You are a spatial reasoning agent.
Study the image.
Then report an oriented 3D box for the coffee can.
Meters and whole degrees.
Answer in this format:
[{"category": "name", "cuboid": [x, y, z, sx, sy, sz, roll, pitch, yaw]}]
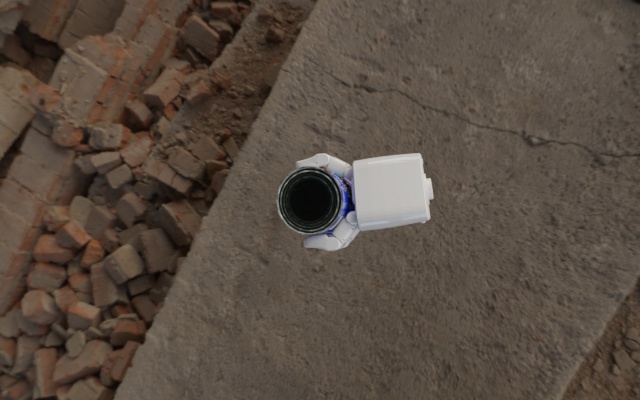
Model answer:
[{"category": "coffee can", "cuboid": [0.000, 0.002, 0.771, 0.103, 0.103, 0.140, 0, -2, 15]}]
